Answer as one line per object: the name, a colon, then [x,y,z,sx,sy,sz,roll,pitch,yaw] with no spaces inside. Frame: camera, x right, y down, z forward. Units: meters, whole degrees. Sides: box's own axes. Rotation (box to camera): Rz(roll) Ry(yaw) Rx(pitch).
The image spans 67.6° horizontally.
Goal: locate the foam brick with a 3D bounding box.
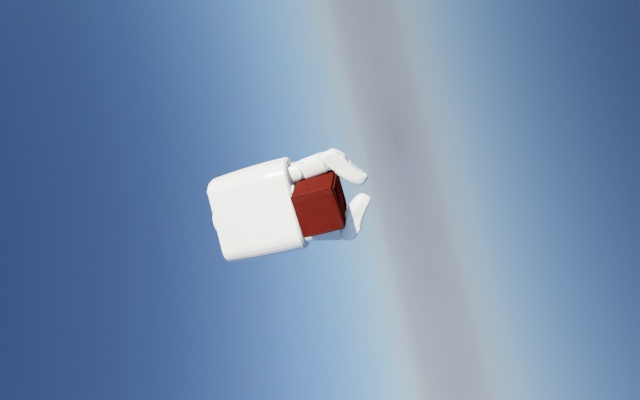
foam brick: [0.000,0.002,0.572,0.051,0.053,0.078,-13,18,10]
